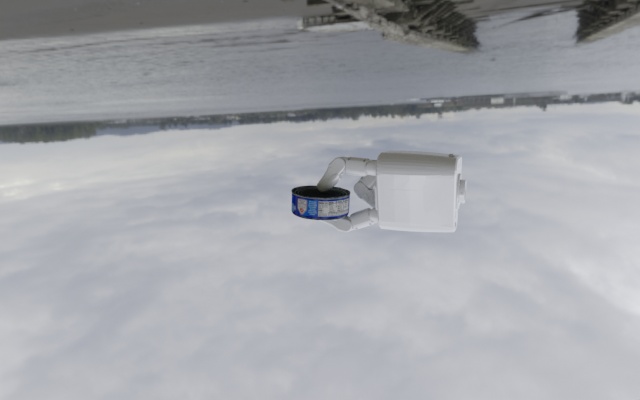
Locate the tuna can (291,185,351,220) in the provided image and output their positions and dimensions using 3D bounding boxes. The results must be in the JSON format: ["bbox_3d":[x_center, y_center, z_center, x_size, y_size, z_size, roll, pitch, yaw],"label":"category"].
[{"bbox_3d":[0.000,0.003,0.694,0.086,0.034,0.086,2,13,0],"label":"tuna can"}]
